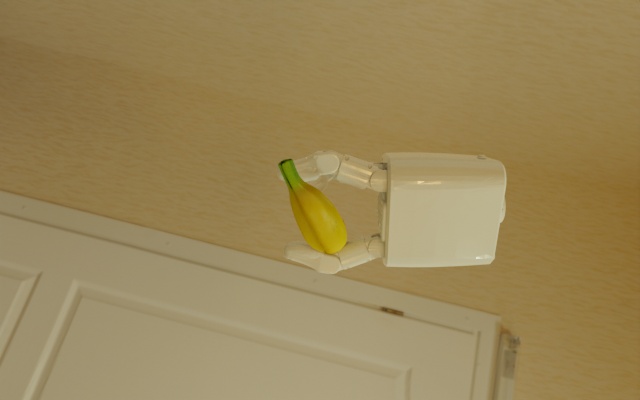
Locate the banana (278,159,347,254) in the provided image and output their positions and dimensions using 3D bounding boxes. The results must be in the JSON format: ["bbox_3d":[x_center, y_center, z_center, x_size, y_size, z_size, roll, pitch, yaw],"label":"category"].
[{"bbox_3d":[0.003,0.018,0.457,0.037,0.069,0.198,-14,-15,5],"label":"banana"}]
